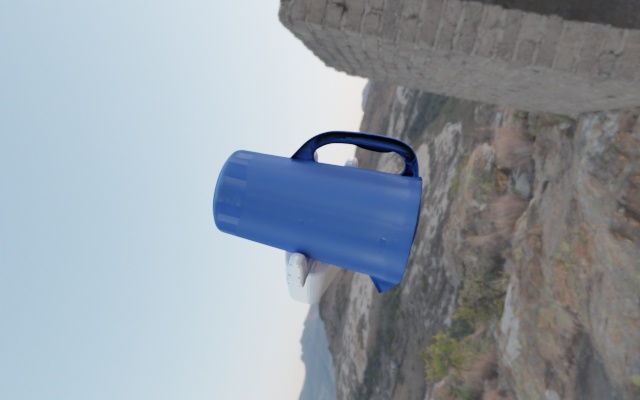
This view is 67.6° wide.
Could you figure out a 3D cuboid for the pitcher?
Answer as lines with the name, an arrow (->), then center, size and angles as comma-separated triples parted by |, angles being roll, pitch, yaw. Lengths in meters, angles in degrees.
pitcher -> 0.000, 0.002, 0.591 | 0.243, 0.149, 0.145 | 13, -35, 6
